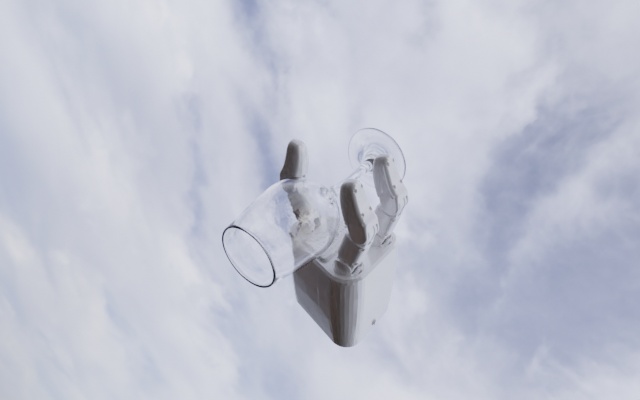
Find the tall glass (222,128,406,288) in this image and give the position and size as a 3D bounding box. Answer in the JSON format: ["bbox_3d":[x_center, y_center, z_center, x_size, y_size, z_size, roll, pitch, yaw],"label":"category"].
[{"bbox_3d":[0.000,0.001,0.462,0.079,0.079,0.201,0,28,44],"label":"tall glass"}]
